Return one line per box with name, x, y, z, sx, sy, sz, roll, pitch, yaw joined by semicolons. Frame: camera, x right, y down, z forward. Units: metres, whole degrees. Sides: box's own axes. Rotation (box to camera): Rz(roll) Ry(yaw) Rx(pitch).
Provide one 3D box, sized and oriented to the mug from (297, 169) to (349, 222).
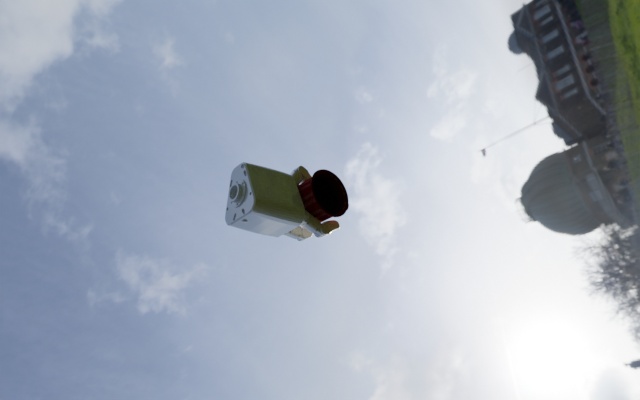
mug;0.001;0.003;0.896;0.117;0.093;0.081;17;-32;-39
